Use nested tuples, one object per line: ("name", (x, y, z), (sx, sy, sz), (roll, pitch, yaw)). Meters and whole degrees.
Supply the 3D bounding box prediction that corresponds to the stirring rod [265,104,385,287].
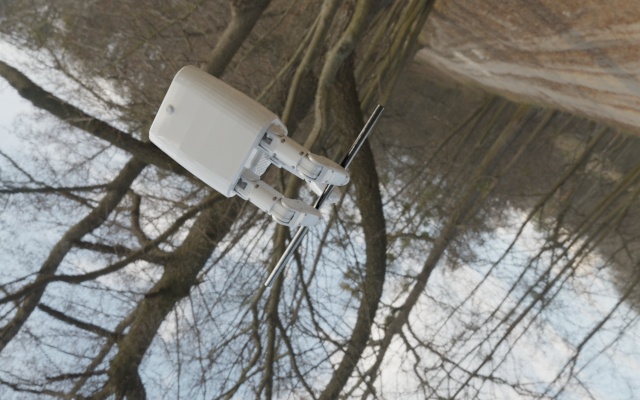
("stirring rod", (0.000, 0.002, 0.517), (0.011, 0.239, 0.011), (29, 18, -11))
